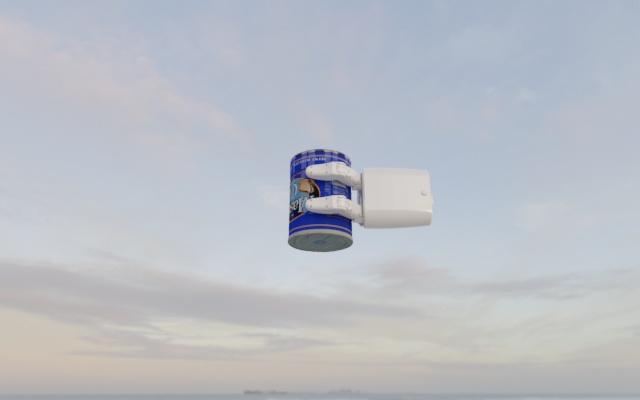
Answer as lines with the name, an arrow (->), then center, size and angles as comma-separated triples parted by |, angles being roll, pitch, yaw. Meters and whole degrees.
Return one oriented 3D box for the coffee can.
coffee can -> 0.000, 0.003, 0.771 | 0.103, 0.140, 0.103 | 0, -22, 0
